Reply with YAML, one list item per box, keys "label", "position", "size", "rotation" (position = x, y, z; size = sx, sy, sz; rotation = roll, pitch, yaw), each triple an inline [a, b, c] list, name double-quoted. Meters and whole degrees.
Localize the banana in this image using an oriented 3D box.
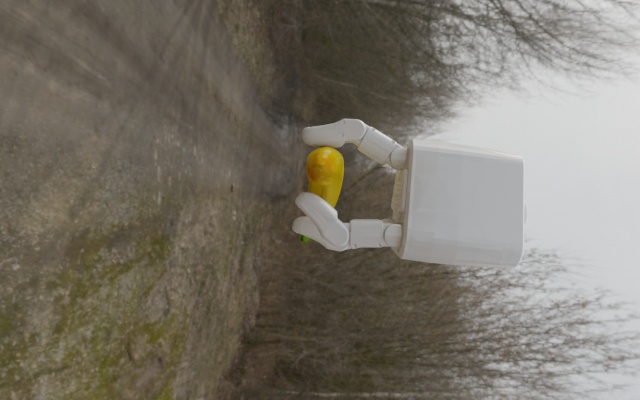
- label: "banana"
  position: [0.003, -0.014, 0.497]
  size: [0.037, 0.069, 0.198]
  rotation: [10, -23, 1]
